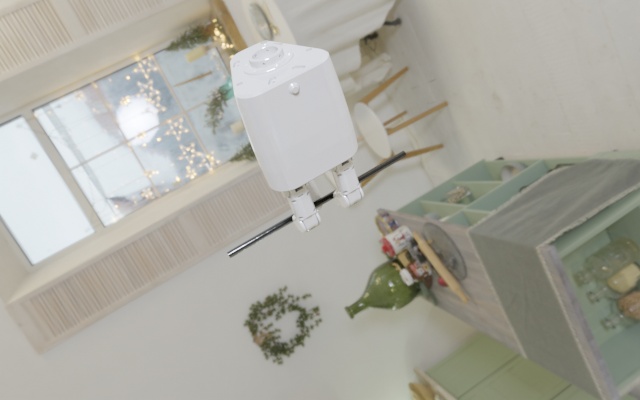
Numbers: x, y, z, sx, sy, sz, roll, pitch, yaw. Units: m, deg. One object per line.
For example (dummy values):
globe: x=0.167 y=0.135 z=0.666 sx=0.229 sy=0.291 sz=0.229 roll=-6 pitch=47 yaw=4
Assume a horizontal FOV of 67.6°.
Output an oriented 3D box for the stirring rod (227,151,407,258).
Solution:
stirring rod: x=0.000 y=0.002 z=0.554 sx=0.239 sy=0.011 sz=0.011 roll=-30 pitch=7 yaw=-12
